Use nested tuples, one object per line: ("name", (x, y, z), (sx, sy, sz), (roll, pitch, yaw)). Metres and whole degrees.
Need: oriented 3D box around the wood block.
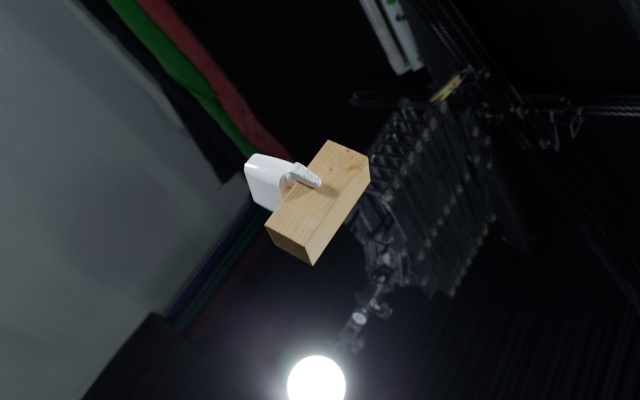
("wood block", (0.000, 0.002, 0.885), (0.090, 0.206, 0.091), (27, -21, 22))
